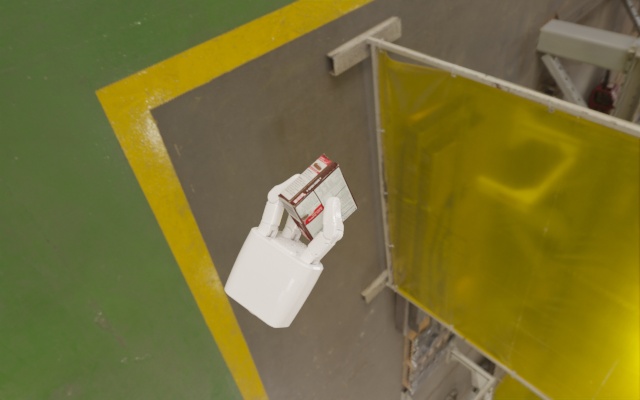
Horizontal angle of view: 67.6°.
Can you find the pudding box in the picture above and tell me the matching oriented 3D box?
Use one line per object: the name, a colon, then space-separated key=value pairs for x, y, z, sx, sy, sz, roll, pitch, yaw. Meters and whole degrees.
pudding box: x=0.000 y=0.002 z=0.688 sx=0.039 sy=0.090 sz=0.114 roll=37 pitch=-15 yaw=35
